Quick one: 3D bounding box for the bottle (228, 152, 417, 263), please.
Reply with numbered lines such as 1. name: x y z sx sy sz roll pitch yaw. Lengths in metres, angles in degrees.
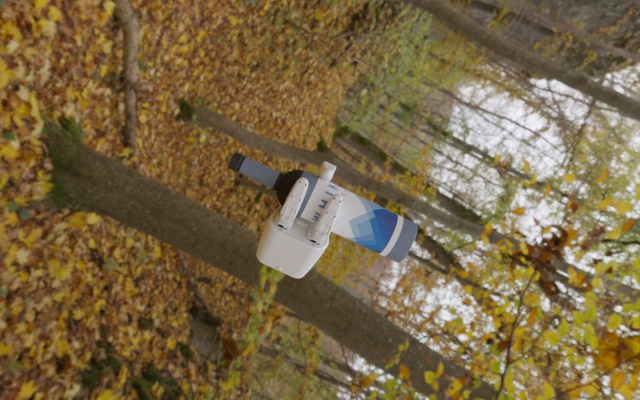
1. bottle: 0.000 0.002 0.723 0.296 0.069 0.069 25 -2 -4
